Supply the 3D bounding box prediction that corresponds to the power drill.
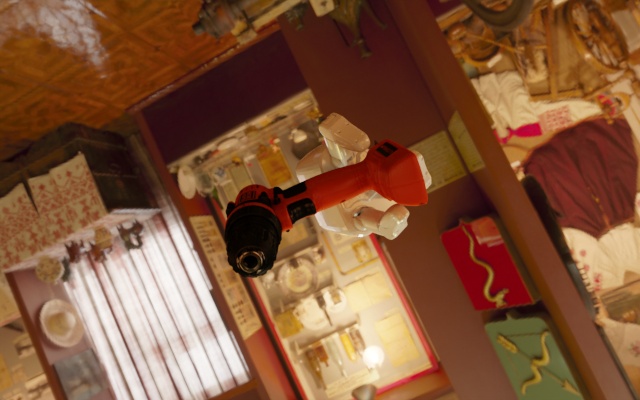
[{"bbox_3d":[0.000,0.001,0.455,0.187,0.057,0.184,-18,18,-2],"label":"power drill"}]
